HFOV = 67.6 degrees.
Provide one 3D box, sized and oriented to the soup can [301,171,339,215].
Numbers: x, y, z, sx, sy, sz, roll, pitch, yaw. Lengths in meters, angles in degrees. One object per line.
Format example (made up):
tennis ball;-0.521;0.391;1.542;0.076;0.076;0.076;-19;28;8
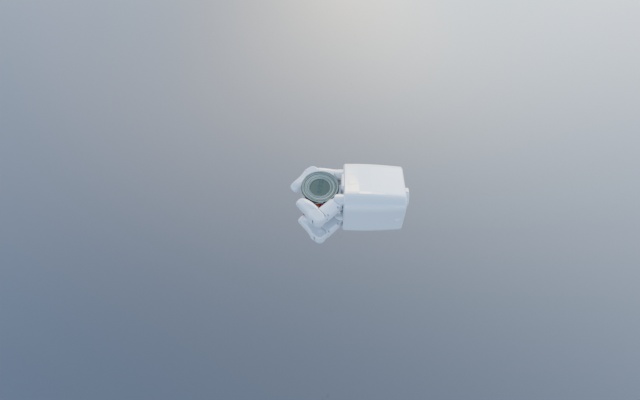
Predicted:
soup can;0.000;0.003;0.858;0.068;0.068;0.102;0;-32;1
